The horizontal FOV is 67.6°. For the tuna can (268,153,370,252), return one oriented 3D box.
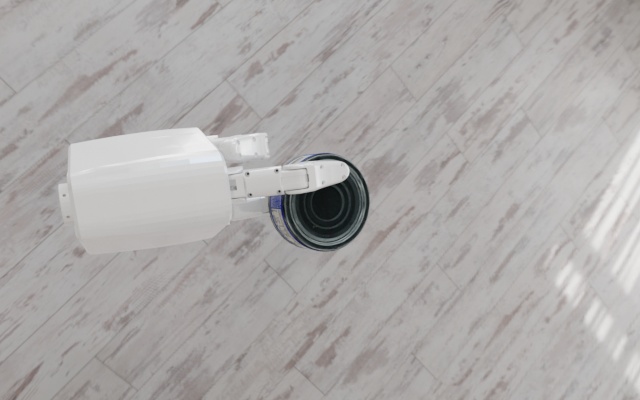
[{"bbox_3d":[0.000,0.001,0.417,0.086,0.086,0.034,0,1,-27],"label":"tuna can"}]
